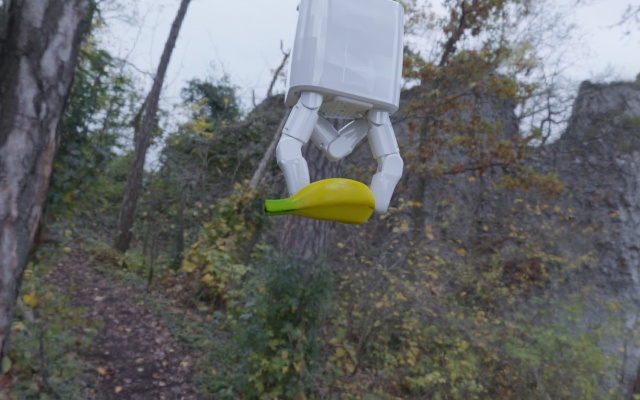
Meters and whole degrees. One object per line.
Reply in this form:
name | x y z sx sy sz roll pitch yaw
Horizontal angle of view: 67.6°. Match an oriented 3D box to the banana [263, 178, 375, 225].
banana | 0.017 0.002 0.438 0.069 0.037 0.198 3 -4 17
